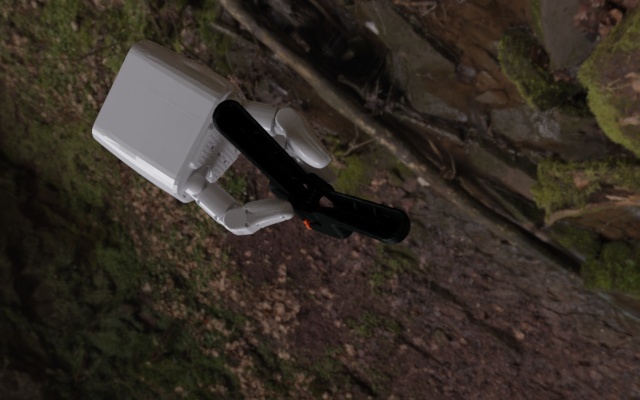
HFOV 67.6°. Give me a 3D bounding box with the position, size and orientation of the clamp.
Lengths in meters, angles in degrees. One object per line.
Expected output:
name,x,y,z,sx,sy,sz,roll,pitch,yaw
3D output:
clamp,-0.001,0.002,0.421,0.164,0.036,0.210,34,-10,14
